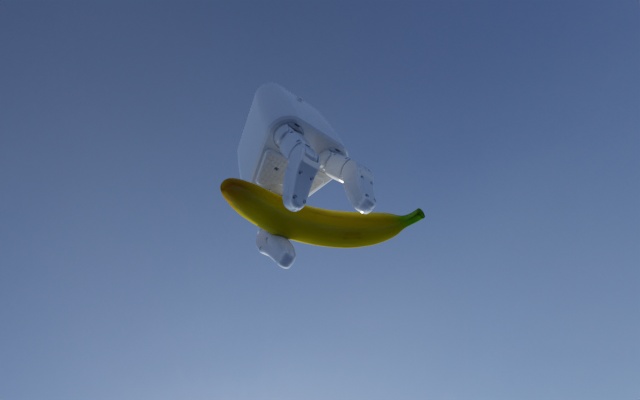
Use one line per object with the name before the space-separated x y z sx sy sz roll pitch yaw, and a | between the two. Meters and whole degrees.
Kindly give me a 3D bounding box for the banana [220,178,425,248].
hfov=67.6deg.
banana | -0.002 0.015 0.464 0.198 0.070 0.037 7 41 -18
